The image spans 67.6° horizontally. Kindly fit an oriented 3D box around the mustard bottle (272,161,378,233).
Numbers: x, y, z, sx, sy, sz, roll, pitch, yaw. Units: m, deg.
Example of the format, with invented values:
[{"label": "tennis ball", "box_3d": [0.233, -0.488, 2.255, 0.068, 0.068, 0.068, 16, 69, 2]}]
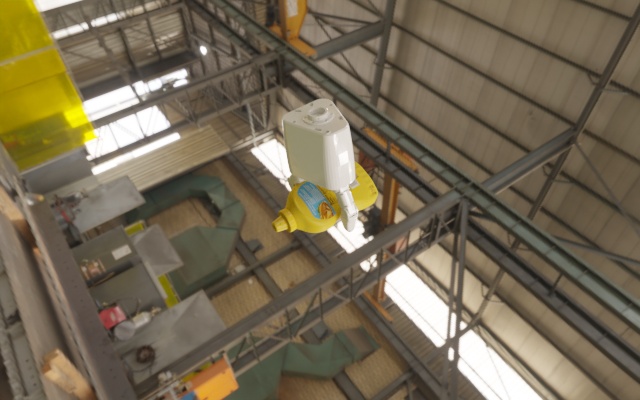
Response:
[{"label": "mustard bottle", "box_3d": [0.000, 0.003, 0.839, 0.191, 0.096, 0.058, -29, -20, -22]}]
